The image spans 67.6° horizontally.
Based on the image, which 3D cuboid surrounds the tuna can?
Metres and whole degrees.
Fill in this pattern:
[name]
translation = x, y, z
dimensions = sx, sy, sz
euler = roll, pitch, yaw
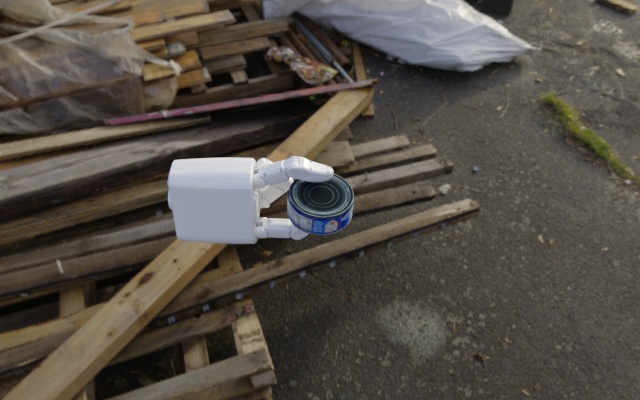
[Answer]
[tuna can]
translation = 0.000, 0.002, 0.611
dimensions = 0.086, 0.086, 0.034
euler = 0, -44, -6
